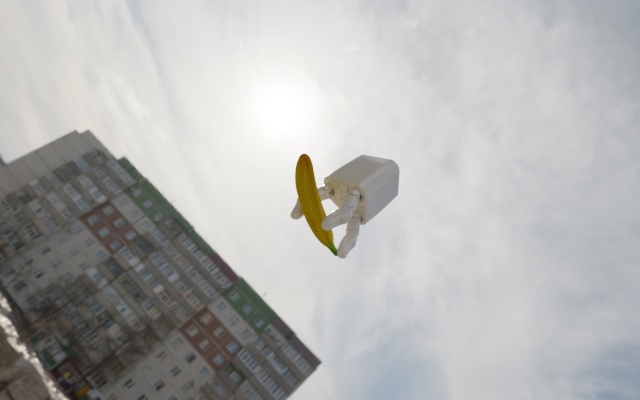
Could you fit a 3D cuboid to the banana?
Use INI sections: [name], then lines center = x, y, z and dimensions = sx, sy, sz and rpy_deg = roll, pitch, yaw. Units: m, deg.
[banana]
center = -0.010, 0.003, 0.844
dimensions = 0.037, 0.198, 0.069
rpy_deg = -33, 26, -29
